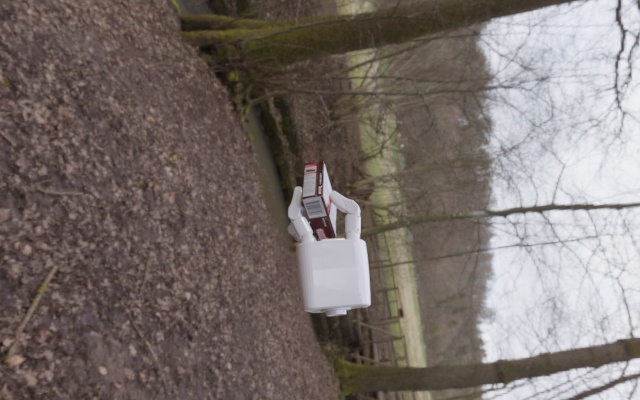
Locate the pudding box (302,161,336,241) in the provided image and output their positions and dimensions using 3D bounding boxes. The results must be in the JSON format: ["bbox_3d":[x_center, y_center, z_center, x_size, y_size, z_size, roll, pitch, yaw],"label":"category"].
[{"bbox_3d":[0.000,0.003,0.832,0.039,0.090,0.114,-8,-46,9],"label":"pudding box"}]
